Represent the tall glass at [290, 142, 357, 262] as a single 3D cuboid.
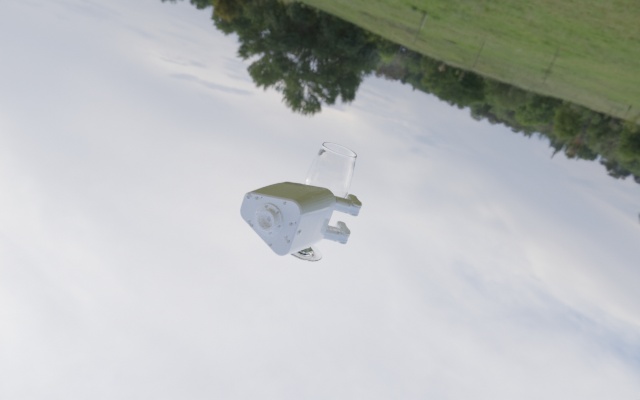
[{"bbox_3d":[0.000,0.003,0.831,0.079,0.201,0.079,18,19,-7],"label":"tall glass"}]
